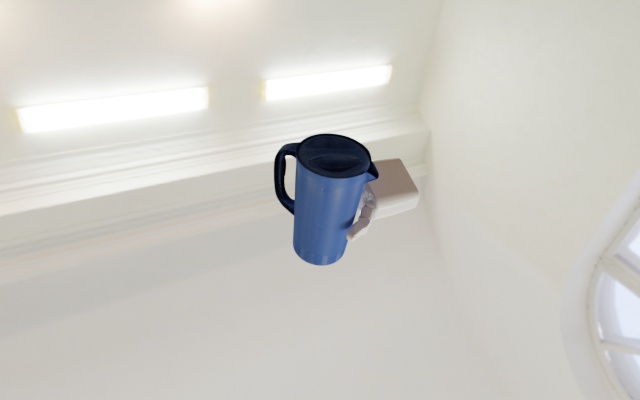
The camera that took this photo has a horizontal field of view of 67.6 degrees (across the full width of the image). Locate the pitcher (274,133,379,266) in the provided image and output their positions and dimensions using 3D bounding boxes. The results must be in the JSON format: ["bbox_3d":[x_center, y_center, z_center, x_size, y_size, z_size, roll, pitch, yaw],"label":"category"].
[{"bbox_3d":[0.000,0.003,0.897,0.145,0.243,0.149,-15,46,-25],"label":"pitcher"}]
